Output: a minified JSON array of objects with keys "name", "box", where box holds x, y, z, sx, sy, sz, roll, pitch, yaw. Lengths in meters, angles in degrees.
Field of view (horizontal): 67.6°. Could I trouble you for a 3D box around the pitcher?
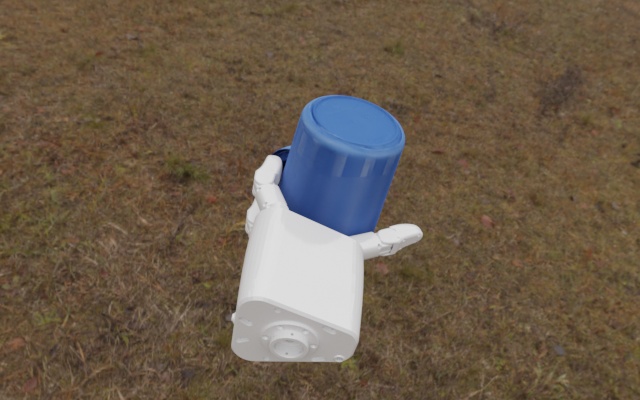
[{"name":"pitcher","box":[0.000,0.002,0.552,0.149,0.243,0.145,13,40,-5]}]
